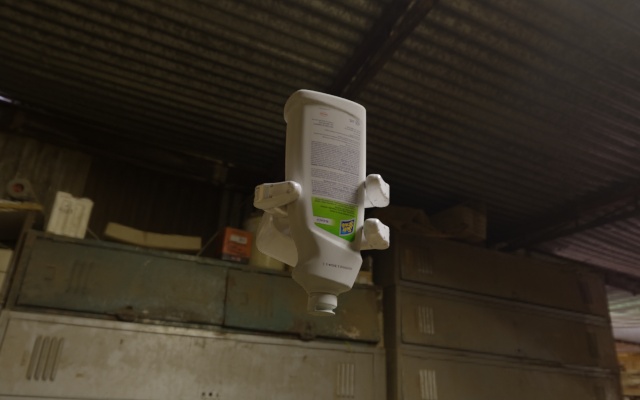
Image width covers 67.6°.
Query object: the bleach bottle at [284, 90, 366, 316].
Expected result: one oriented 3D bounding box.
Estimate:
[{"bbox_3d":[0.000,0.002,0.545,0.102,0.250,0.068,10,-23,-16],"label":"bleach bottle"}]
